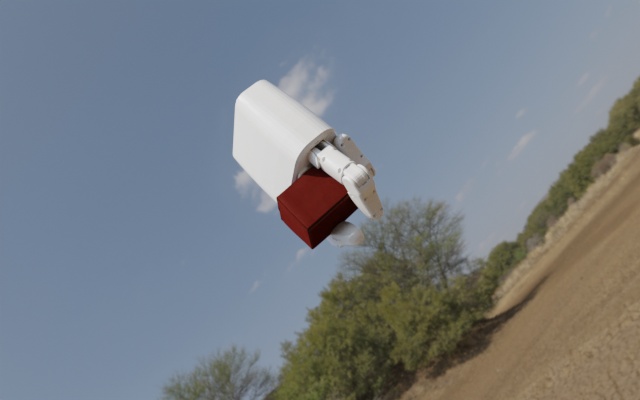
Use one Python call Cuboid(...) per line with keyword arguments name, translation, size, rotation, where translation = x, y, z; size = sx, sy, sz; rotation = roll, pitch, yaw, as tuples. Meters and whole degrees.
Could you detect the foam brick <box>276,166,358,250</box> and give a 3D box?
Cuboid(name="foam brick", translation=(0.000, 0.002, 0.498), size=(0.051, 0.078, 0.053), rotation=(42, -19, 21))
